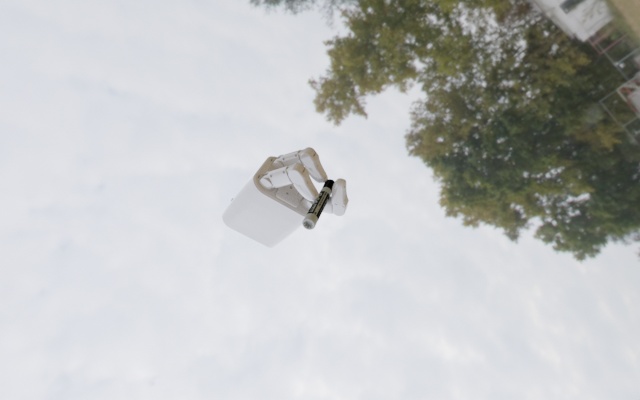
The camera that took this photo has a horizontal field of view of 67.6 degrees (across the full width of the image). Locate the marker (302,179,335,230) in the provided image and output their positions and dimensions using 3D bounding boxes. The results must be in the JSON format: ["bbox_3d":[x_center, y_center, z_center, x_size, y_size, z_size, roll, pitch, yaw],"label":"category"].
[{"bbox_3d":[0.000,0.002,0.706,0.020,0.020,0.121,0,31,19],"label":"marker"}]
